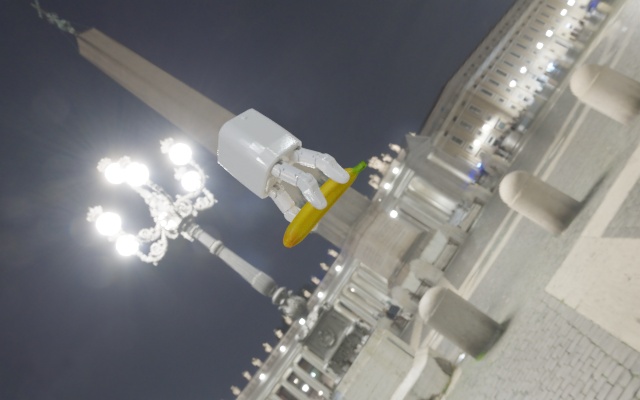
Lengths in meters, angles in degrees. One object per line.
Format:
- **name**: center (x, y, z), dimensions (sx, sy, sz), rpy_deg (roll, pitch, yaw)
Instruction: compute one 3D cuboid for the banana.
- **banana**: center (-0.002, 0.006, 0.785), dimensions (0.037, 0.197, 0.070), rpy_deg (41, -22, 3)
